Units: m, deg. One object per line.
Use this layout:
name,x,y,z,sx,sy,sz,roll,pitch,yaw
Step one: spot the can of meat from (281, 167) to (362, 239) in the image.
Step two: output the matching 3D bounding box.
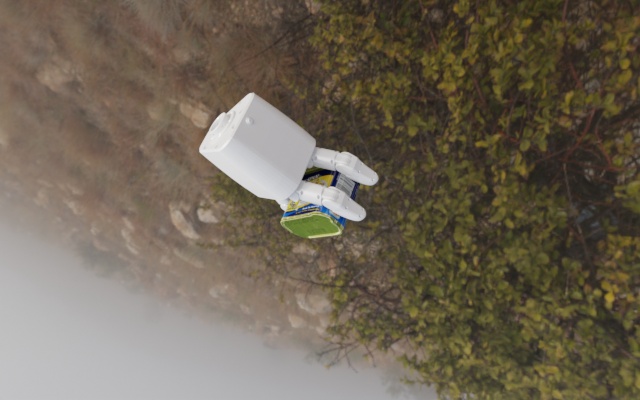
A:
can of meat,0.000,0.002,0.658,0.057,0.084,0.102,39,-32,-30
